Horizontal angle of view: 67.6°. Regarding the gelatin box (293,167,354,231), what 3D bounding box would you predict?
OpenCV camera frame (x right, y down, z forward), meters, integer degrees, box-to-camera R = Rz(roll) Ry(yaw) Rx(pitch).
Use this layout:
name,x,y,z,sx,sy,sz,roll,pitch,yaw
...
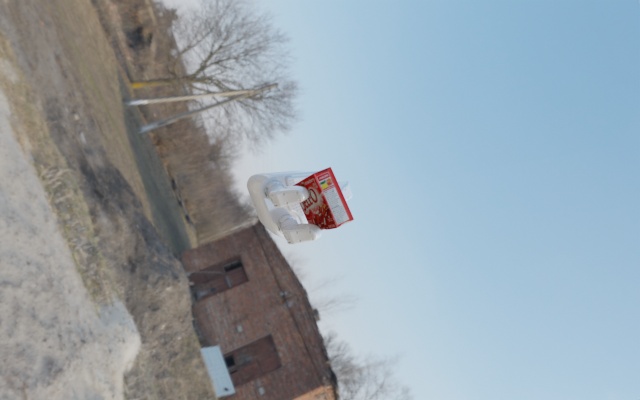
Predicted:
name,x,y,z,sx,sy,sz,roll,pitch,yaw
gelatin box,0.001,0.002,0.624,0.030,0.073,0.089,-24,2,-23
